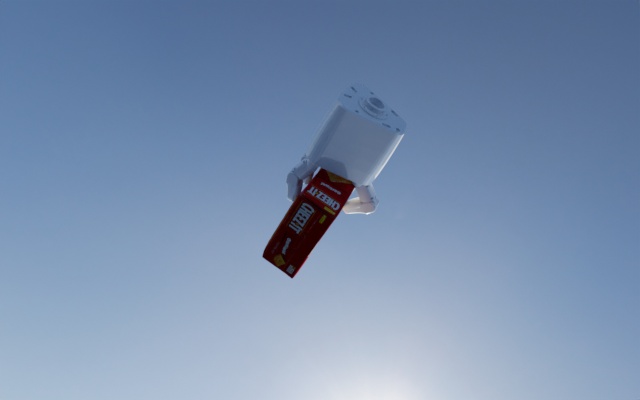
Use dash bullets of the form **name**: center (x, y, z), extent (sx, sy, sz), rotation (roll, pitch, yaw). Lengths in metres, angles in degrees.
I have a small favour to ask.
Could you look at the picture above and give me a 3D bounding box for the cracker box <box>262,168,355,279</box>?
- **cracker box**: center (0.000, 0.003, 0.804), extent (0.072, 0.164, 0.213), rotation (34, 40, 1)
